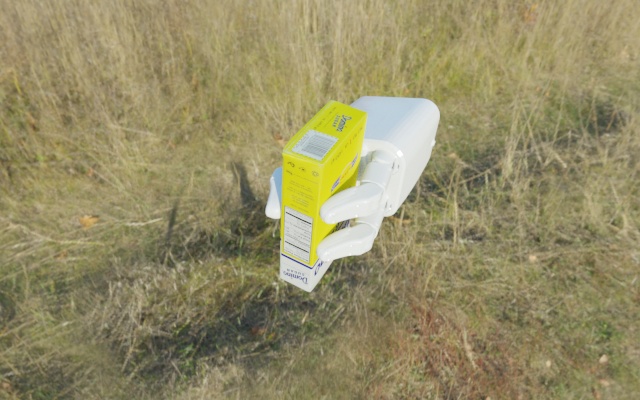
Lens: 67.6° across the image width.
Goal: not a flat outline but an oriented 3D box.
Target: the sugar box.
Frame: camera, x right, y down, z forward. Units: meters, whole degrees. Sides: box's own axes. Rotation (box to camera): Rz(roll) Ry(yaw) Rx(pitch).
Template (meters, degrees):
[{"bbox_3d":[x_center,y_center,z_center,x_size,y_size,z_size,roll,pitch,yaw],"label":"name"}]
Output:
[{"bbox_3d":[0.001,0.002,0.473,0.048,0.176,0.093,22,47,19],"label":"sugar box"}]
